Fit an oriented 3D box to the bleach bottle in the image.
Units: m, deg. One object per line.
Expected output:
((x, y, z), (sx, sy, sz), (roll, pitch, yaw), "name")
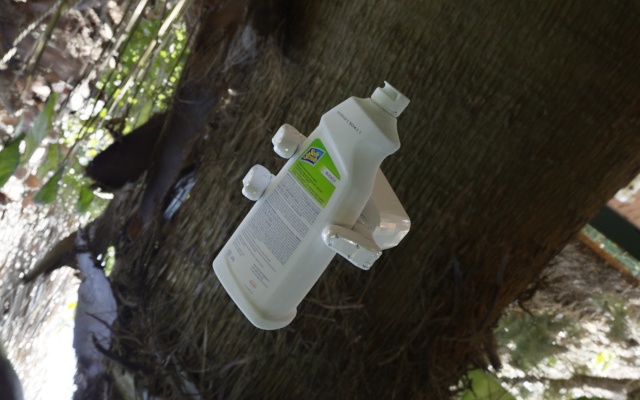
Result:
((0.000, 0.001, 0.459), (0.102, 0.251, 0.068), (46, 18, 25), "bleach bottle")
